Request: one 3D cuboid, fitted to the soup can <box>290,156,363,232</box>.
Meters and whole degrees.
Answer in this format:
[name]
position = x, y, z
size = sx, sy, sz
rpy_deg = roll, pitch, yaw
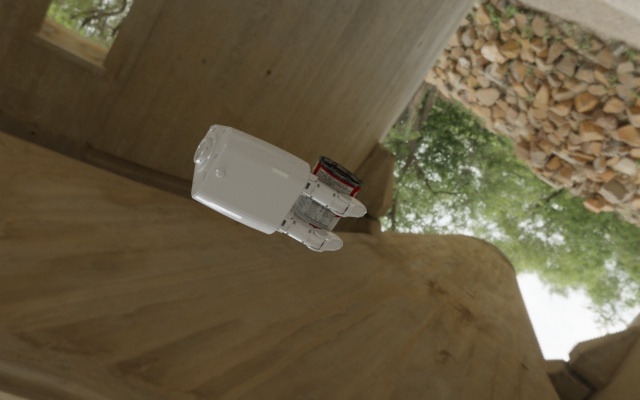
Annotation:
[soup can]
position = 0.000, 0.002, 0.630
size = 0.068, 0.102, 0.068
rpy_deg = 31, 14, -9
